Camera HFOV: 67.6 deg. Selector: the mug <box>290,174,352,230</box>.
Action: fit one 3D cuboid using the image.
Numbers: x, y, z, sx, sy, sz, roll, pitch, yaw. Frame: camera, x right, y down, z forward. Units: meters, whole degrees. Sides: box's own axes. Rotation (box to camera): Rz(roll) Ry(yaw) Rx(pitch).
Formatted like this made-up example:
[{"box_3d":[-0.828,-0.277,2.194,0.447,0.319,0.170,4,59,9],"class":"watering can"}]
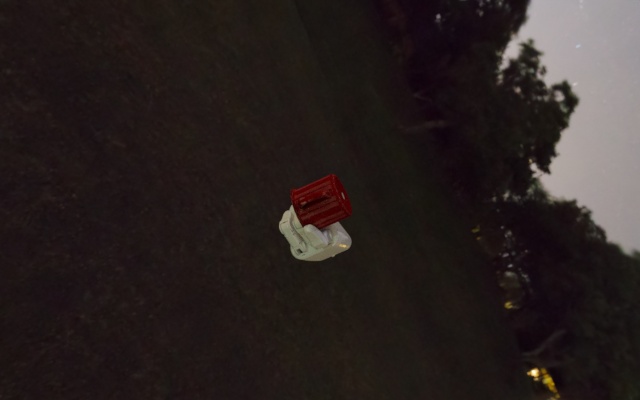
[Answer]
[{"box_3d":[0.000,0.002,0.834,0.081,0.093,0.117,-24,-17,14],"class":"mug"}]
